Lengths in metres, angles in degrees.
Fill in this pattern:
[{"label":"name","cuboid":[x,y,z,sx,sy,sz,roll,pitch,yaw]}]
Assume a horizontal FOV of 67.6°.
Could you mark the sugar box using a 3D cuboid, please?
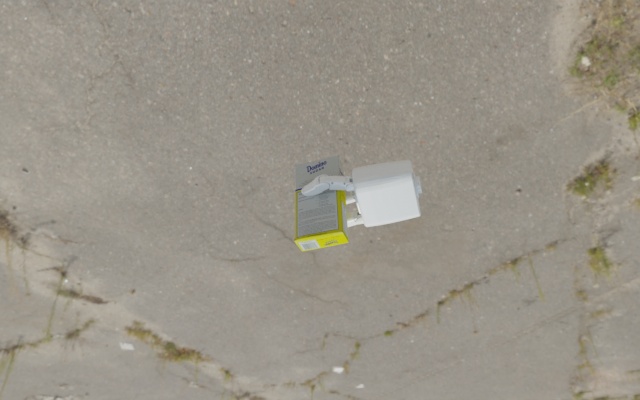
[{"label":"sugar box","cuboid":[0.000,0.003,0.897,0.093,0.176,0.048,-11,-39,15]}]
